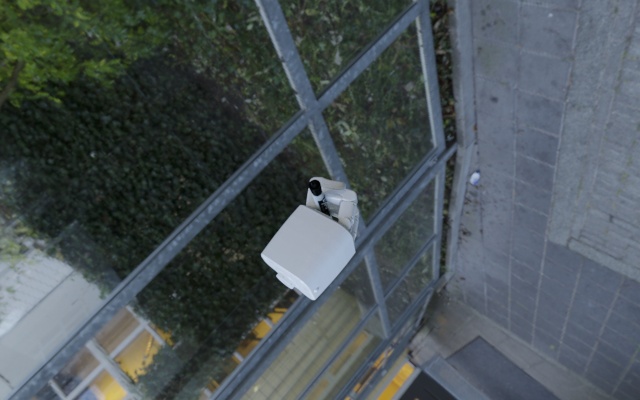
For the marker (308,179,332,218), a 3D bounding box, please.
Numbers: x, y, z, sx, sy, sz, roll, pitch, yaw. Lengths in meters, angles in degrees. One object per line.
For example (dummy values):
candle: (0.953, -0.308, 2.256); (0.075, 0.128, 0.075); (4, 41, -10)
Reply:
marker: (0.000, 0.002, 0.760); (0.020, 0.020, 0.121); (0, -28, 11)
